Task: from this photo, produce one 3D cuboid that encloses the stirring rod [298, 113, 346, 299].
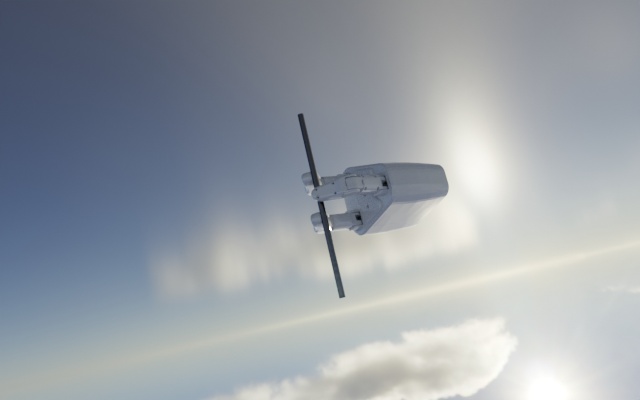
[{"bbox_3d":[0.000,0.002,0.596,0.011,0.239,0.011,-12,-13,-3],"label":"stirring rod"}]
